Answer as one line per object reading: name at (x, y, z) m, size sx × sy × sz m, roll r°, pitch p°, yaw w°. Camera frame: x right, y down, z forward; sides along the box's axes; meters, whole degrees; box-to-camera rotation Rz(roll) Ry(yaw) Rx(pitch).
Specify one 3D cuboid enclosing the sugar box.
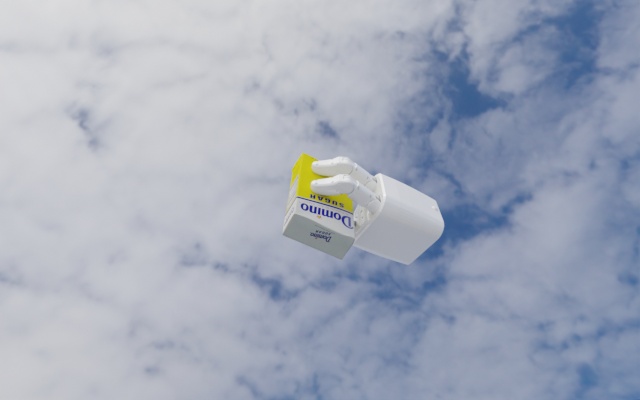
sugar box at (0.000, 0.002, 0.700) m, size 0.093 × 0.048 × 0.176 m, roll 24°, pitch 28°, yaw -14°
